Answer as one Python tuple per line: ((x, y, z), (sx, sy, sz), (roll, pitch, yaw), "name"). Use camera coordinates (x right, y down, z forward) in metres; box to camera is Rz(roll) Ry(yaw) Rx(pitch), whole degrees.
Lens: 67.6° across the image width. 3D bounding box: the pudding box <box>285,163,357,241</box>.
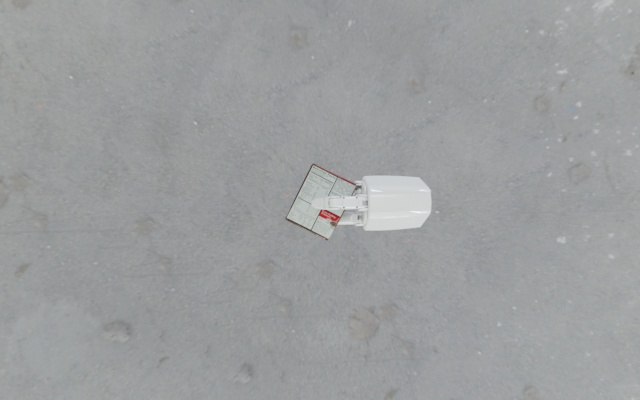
((0.000, 0.003, 0.850), (0.090, 0.113, 0.039), (27, -2, 0), "pudding box")
